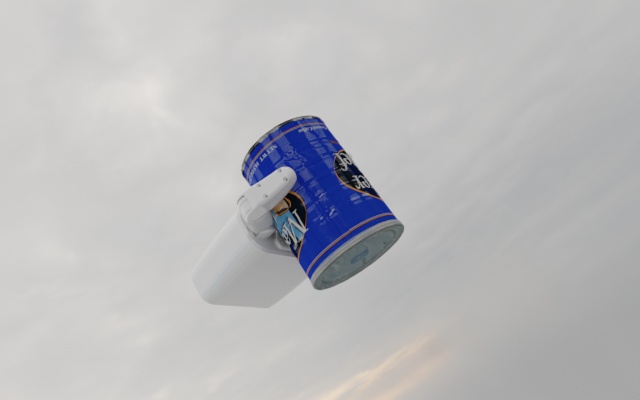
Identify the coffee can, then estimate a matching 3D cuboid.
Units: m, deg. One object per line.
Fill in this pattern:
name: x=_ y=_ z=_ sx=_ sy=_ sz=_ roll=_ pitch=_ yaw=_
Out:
coffee can: x=0.000 y=0.002 z=0.472 sx=0.103 sy=0.140 sz=0.103 roll=-30 pitch=-22 yaw=-13
